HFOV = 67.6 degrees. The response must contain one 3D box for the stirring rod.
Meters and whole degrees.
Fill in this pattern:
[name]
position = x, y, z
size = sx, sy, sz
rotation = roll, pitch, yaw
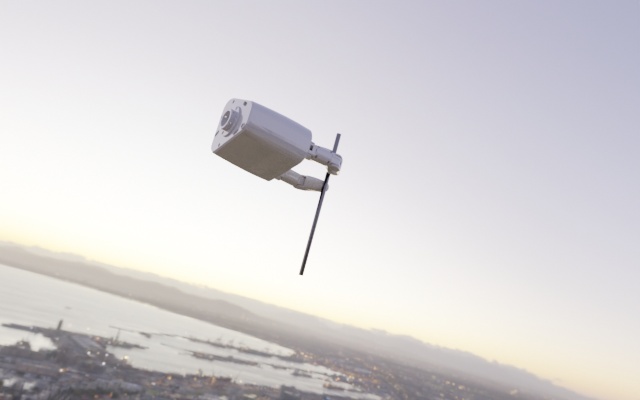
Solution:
[stirring rod]
position = 0.000, 0.003, 0.763
size = 0.011, 0.239, 0.011
rotation = 14, -14, 4
